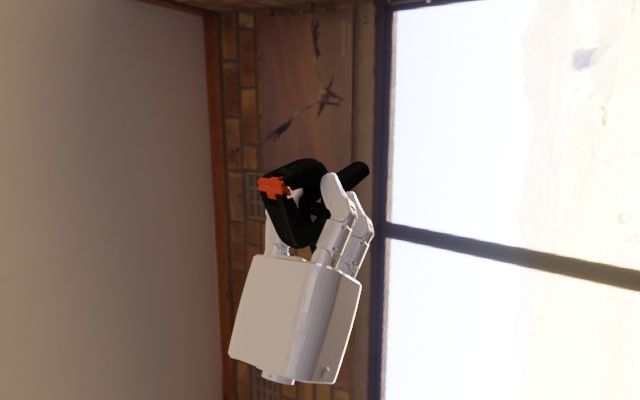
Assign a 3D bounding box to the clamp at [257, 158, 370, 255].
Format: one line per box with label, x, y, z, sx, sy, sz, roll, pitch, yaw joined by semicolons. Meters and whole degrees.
clamp;-0.001;0.002;0.527;0.036;0.164;0.210;9;-16;27
